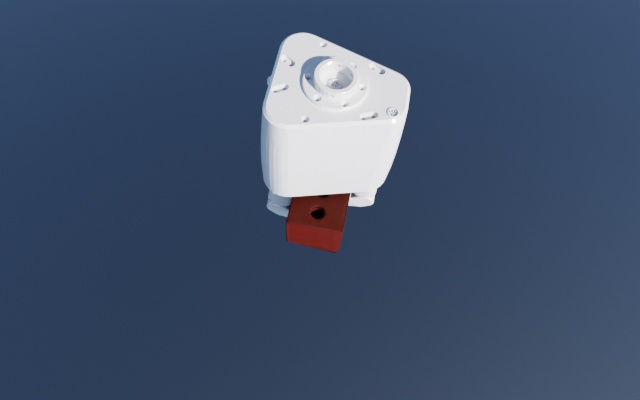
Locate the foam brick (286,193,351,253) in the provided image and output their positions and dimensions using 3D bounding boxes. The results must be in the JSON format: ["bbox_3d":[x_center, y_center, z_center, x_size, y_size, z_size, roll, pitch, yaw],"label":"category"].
[{"bbox_3d":[0.000,0.002,0.456,0.053,0.078,0.051,11,-25,1],"label":"foam brick"}]
